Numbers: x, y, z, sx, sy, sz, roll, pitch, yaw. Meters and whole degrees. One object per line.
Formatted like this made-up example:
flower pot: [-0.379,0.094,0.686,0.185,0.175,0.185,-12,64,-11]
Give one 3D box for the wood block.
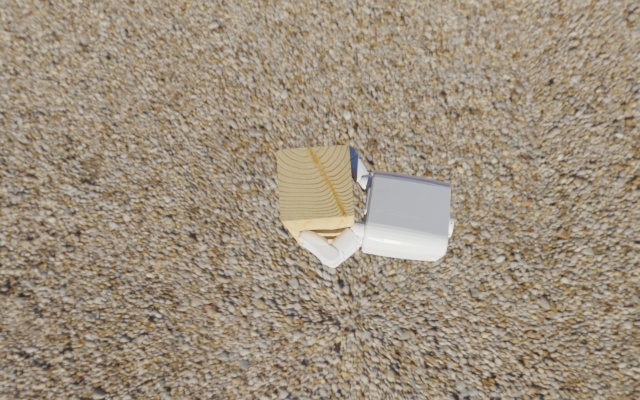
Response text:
wood block: [0.000,0.002,0.662,0.090,0.090,0.206,-4,-14,3]
